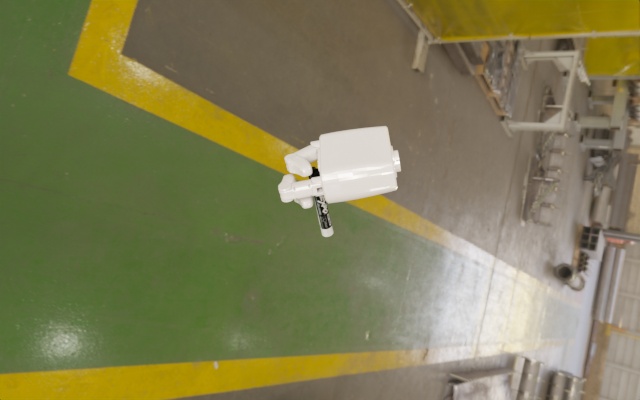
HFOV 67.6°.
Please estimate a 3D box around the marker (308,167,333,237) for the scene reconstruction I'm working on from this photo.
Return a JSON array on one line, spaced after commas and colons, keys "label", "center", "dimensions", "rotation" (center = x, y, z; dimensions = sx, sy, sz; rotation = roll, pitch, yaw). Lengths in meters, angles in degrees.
[{"label": "marker", "center": [0.000, 0.002, 0.734], "dimensions": [0.020, 0.121, 0.020], "rotation": [-10, 30, 6]}]
